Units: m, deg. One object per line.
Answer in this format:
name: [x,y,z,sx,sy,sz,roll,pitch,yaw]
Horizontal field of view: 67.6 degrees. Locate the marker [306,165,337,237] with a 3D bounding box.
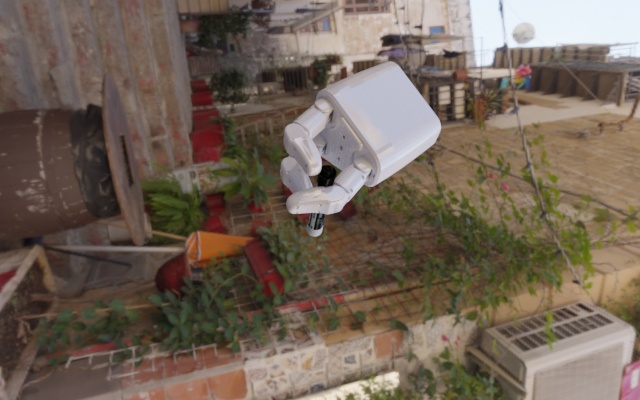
marker: [0.000,0.002,0.519,0.020,0.020,0.121,0,-34,-9]
